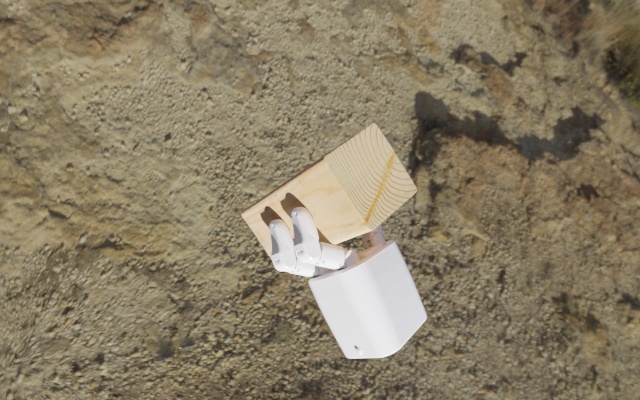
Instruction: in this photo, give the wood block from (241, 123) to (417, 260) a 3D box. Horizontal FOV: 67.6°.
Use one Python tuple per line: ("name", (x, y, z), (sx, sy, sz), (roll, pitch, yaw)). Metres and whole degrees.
("wood block", (0.001, 0.002, 0.572), (0.090, 0.090, 0.206), (-37, 5, -36))
